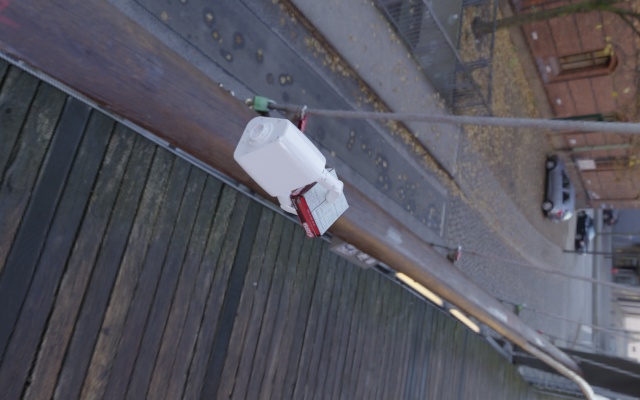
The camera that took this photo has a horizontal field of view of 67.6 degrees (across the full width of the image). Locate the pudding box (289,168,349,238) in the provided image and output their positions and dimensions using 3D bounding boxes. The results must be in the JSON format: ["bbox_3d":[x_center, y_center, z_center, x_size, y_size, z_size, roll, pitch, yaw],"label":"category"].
[{"bbox_3d":[0.000,0.003,0.889,0.039,0.090,0.113,-4,26,40],"label":"pudding box"}]
